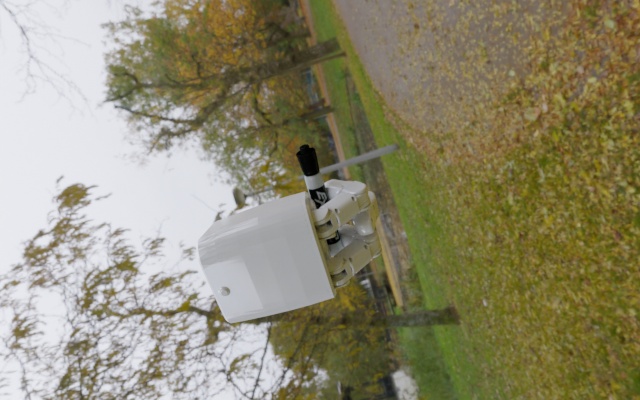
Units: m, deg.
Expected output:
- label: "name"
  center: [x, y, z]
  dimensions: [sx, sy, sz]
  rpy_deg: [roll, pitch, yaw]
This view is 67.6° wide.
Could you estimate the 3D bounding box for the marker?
- label: "marker"
  center: [0.000, 0.002, 0.471]
  dimensions: [0.020, 0.121, 0.020]
  rpy_deg: [-13, 26, 7]
